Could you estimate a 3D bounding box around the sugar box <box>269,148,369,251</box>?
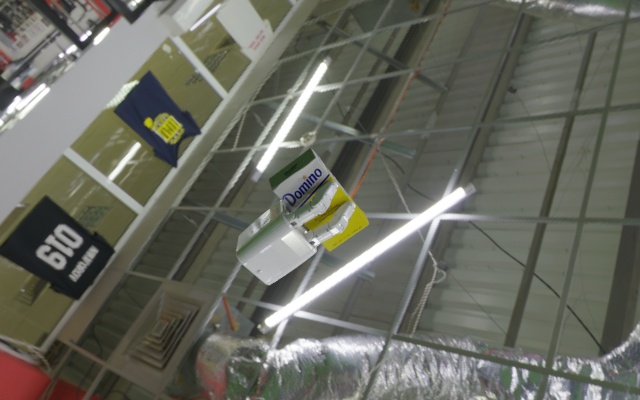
[{"bbox_3d":[0.000,0.003,0.832,0.093,0.176,0.048,-37,35,8],"label":"sugar box"}]
